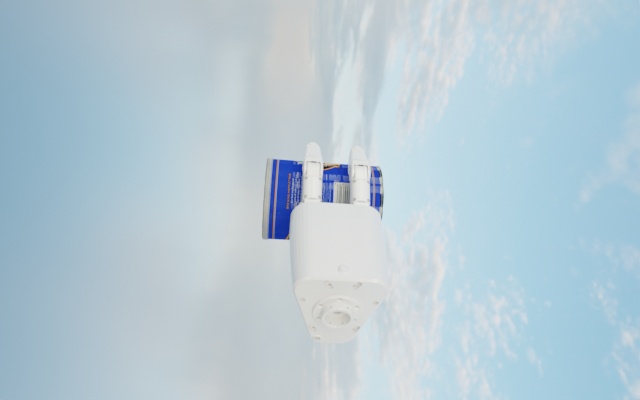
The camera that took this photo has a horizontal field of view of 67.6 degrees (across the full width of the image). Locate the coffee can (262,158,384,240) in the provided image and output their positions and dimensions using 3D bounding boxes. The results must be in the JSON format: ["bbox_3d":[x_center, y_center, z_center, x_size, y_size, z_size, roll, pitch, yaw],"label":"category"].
[{"bbox_3d":[0.000,0.002,0.603,0.140,0.103,0.103,4,0,-5],"label":"coffee can"}]
